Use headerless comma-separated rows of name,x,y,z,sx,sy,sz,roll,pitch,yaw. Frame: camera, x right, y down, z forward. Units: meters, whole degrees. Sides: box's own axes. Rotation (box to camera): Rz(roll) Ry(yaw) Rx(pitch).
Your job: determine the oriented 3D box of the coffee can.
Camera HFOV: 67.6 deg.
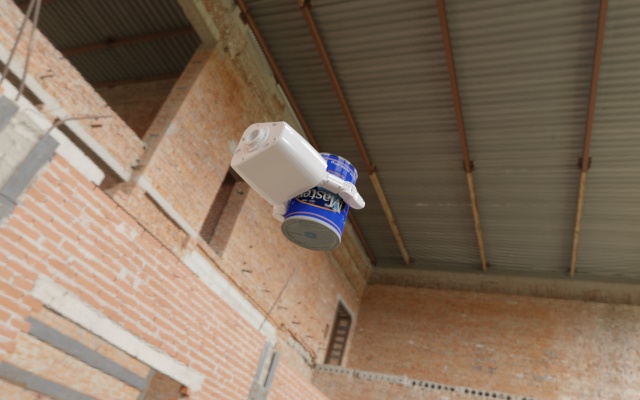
coffee can,0.000,0.003,0.833,0.103,0.140,0.103,12,-32,8
